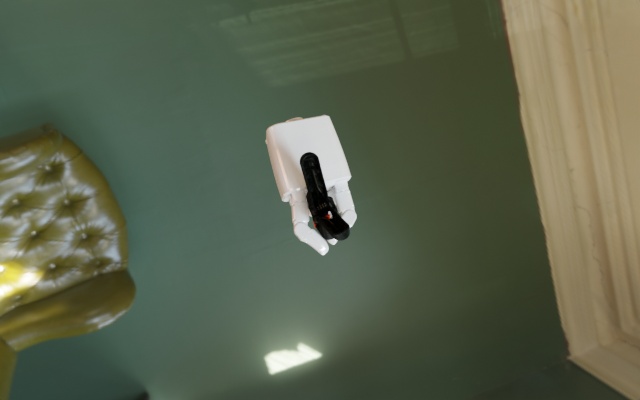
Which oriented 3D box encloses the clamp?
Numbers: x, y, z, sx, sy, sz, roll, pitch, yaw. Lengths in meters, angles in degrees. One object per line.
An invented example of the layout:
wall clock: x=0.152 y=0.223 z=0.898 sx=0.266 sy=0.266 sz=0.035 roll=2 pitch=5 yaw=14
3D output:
clamp: x=0.001 y=0.002 z=0.661 sx=0.039 sy=0.120 sz=0.171 roll=-16 pitch=-6 yaw=-9
